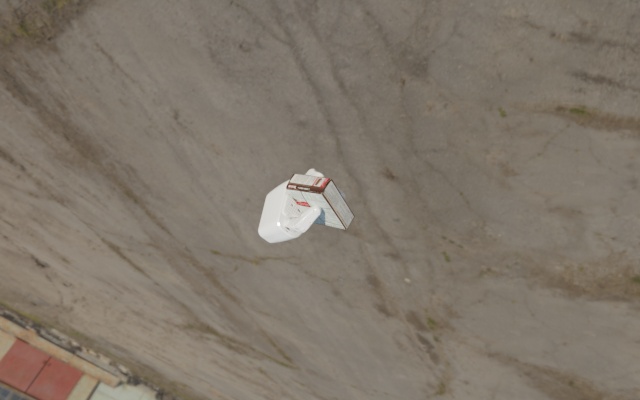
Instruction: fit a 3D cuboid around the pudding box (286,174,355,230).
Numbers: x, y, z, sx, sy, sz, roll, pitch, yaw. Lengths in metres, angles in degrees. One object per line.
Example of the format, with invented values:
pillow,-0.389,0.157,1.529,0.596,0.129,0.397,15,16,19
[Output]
pudding box,0.000,0.003,0.876,0.090,0.039,0.114,9,-32,37
